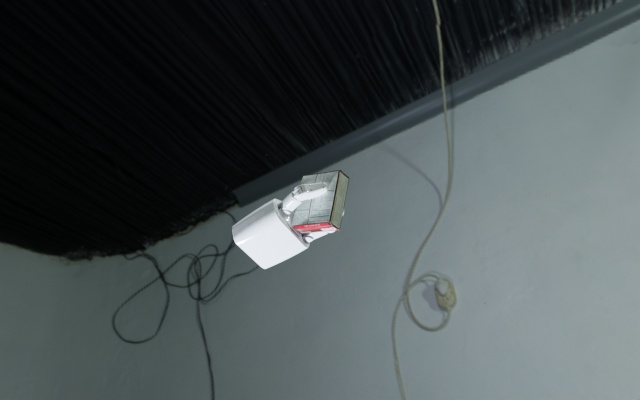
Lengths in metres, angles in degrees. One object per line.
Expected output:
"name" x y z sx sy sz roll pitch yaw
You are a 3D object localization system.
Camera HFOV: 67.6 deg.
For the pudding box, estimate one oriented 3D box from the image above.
"pudding box" 0.000 0.003 0.890 0.090 0.113 0.039 -6 -29 34
